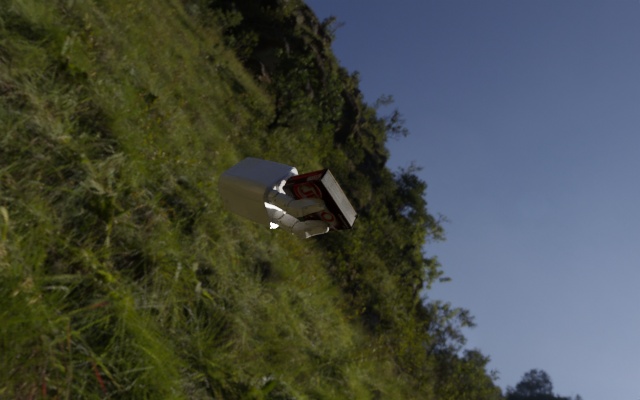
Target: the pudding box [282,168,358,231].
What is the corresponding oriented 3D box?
[{"bbox_3d":[0.000,0.003,0.829,0.090,0.113,0.039,-9,37,42],"label":"pudding box"}]
